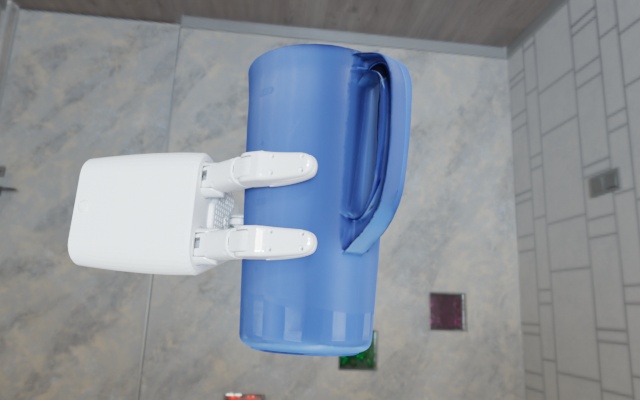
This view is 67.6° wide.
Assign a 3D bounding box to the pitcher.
[{"bbox_3d":[0.000,0.001,0.403,0.145,0.242,0.149,1,-12,9],"label":"pitcher"}]
